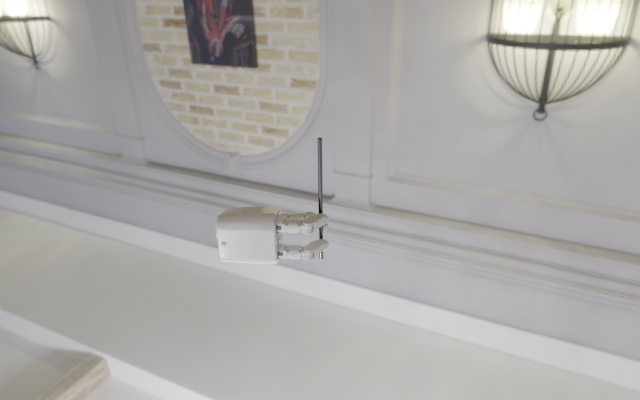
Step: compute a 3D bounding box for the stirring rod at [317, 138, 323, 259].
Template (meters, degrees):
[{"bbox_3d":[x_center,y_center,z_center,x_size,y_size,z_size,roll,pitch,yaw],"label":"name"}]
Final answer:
[{"bbox_3d":[0.000,0.003,0.865,0.011,0.240,0.011,-1,26,0],"label":"stirring rod"}]
